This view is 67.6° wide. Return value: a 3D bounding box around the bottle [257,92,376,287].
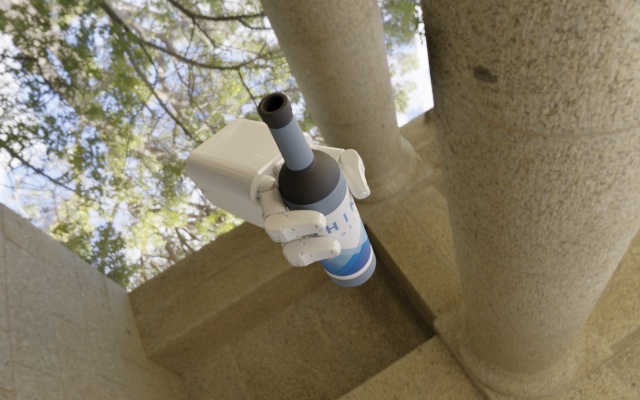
[{"bbox_3d":[0.000,0.002,0.510,0.069,0.069,0.296,0,-34,19],"label":"bottle"}]
